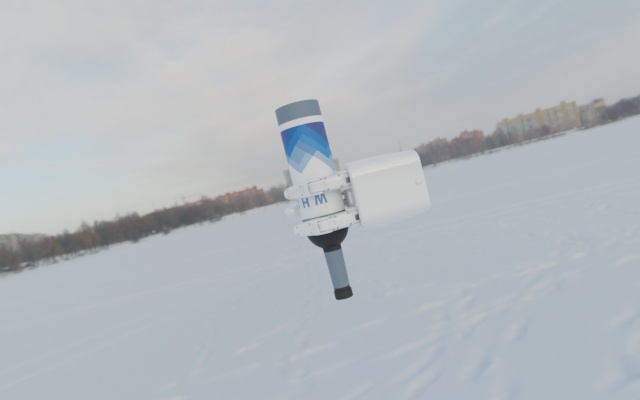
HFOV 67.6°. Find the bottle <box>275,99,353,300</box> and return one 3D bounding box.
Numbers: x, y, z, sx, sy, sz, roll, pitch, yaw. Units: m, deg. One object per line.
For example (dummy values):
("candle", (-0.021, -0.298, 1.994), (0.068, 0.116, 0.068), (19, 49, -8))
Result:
("bottle", (0.000, 0.002, 0.712), (0.069, 0.295, 0.069), (-14, 1, 0))
